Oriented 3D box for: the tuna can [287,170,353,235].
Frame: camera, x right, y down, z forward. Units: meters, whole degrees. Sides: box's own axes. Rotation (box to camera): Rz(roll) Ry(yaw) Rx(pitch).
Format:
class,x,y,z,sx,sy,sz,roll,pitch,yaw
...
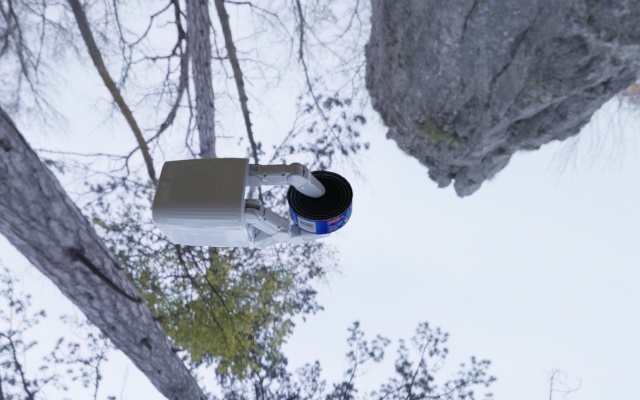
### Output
class,x,y,z,sx,sy,sz,roll,pitch,yaw
tuna can,0.000,0.003,0.625,0.086,0.086,0.034,0,-40,4
